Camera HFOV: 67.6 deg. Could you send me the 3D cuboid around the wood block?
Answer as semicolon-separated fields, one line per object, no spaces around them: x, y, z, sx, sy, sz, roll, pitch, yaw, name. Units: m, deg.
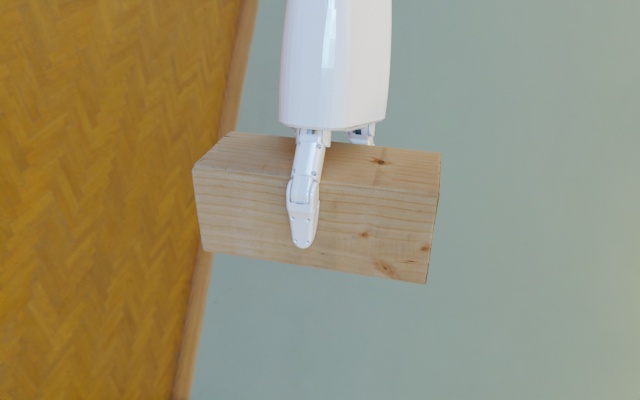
0.000;0.001;0.441;0.206;0.090;0.090;7;31;11;wood block
